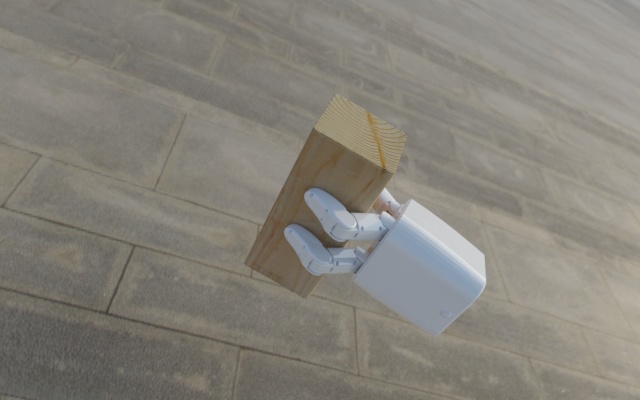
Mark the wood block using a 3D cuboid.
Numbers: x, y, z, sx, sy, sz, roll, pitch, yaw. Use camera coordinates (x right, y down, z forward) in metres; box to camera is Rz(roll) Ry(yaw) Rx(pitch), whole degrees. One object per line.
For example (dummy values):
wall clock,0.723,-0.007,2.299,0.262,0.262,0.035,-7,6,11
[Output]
wood block,0.001,0.002,0.533,0.090,0.206,0.090,30,37,-2
